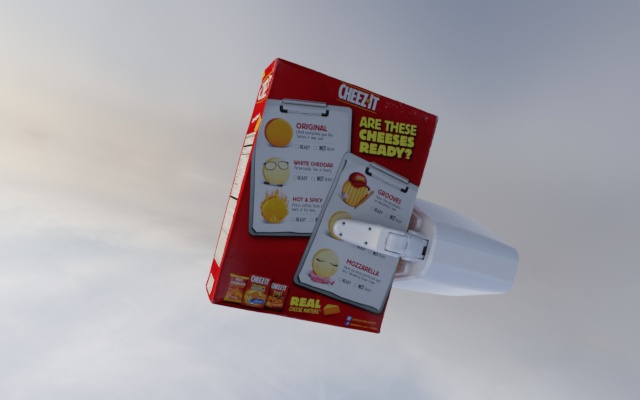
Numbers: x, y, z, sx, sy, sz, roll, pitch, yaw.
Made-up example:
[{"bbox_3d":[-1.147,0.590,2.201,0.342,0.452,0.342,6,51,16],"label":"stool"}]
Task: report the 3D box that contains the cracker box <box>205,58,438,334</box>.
[{"bbox_3d":[0.000,0.002,0.448,0.164,0.213,0.072,15,-1,-20],"label":"cracker box"}]
